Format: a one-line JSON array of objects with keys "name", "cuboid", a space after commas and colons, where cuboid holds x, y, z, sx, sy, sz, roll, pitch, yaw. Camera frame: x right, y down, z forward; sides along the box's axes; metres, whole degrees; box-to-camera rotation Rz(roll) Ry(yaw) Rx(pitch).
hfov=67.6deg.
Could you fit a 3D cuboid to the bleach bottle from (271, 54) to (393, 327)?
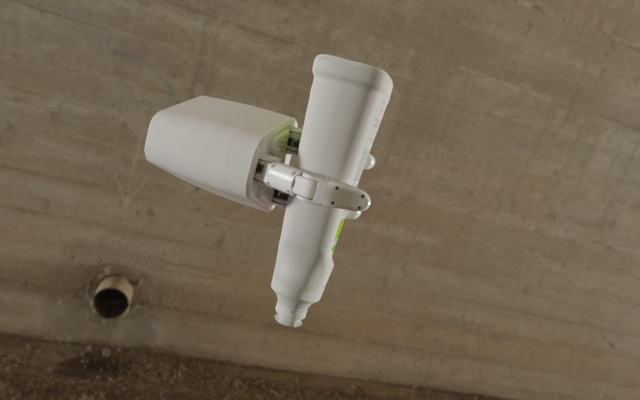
[{"name": "bleach bottle", "cuboid": [0.000, 0.001, 0.448, 0.068, 0.251, 0.102, 18, 9, 10]}]
